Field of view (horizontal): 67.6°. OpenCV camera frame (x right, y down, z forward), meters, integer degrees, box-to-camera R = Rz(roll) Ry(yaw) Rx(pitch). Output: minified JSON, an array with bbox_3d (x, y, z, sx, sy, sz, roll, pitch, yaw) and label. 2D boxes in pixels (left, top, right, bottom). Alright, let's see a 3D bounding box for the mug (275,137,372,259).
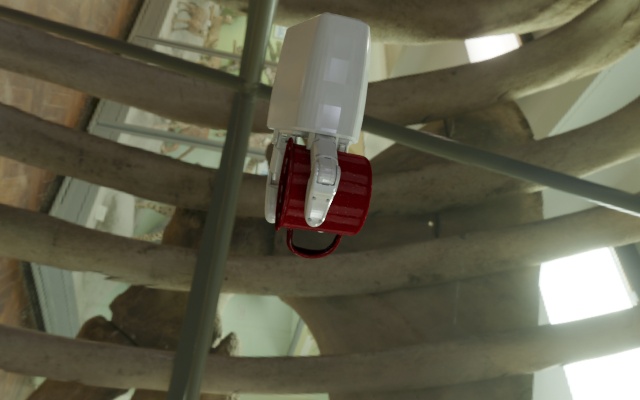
[{"bbox_3d":[0.000,0.003,0.476,0.081,0.117,0.093,9,6,-10],"label":"mug"}]
